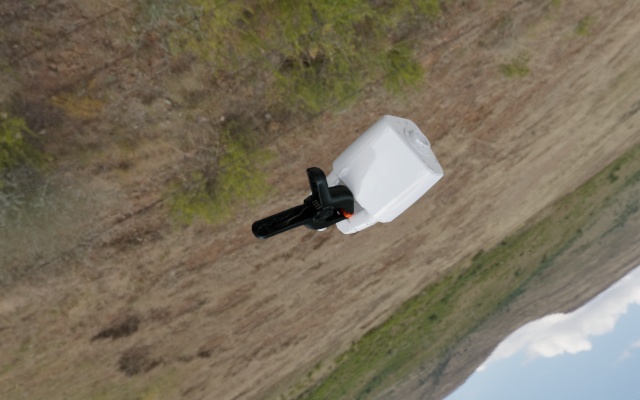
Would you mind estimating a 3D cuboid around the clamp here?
[{"bbox_3d":[0.000,0.003,0.627,0.120,0.039,0.171,-42,-20,32],"label":"clamp"}]
